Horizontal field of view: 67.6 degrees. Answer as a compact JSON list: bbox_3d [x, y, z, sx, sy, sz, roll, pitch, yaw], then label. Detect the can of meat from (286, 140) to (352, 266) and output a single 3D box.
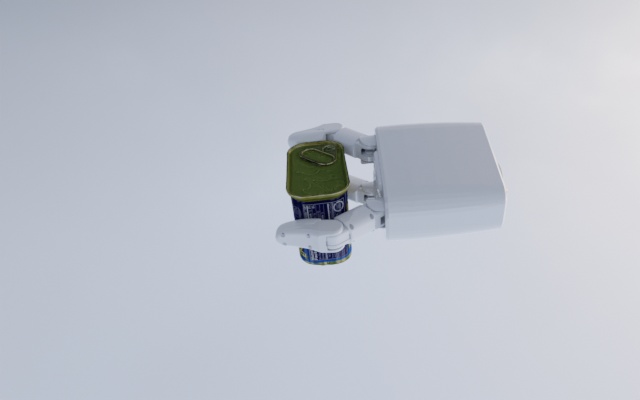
[{"bbox_3d":[0.000,0.002,0.471,0.057,0.084,0.102,-6,34,1],"label":"can of meat"}]
